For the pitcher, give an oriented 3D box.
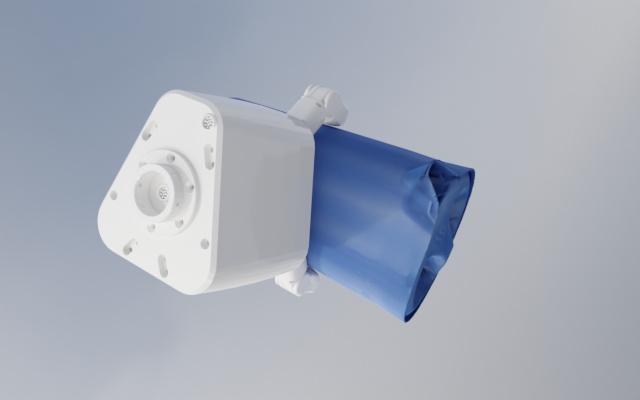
[{"bbox_3d":[0.000,0.001,0.430,0.243,0.149,0.145,24,12,22],"label":"pitcher"}]
